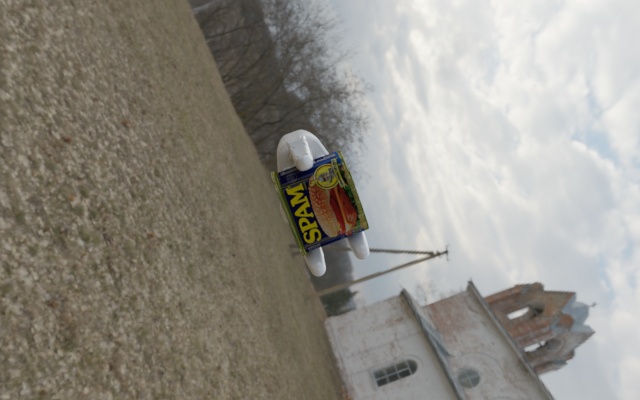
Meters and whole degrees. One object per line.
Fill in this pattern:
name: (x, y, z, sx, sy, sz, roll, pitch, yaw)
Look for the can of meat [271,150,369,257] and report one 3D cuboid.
can of meat: (0.000, 0.002, 0.549, 0.084, 0.102, 0.057, -20, 13, -1)
